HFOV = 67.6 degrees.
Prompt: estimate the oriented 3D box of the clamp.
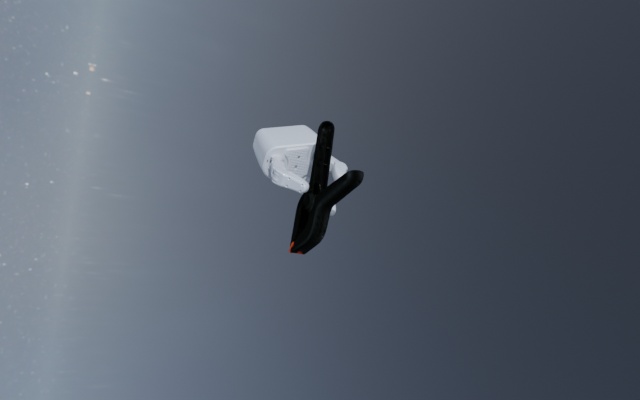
[{"bbox_3d":[-0.001,0.003,0.716,0.036,0.210,0.164,11,23,-22],"label":"clamp"}]
